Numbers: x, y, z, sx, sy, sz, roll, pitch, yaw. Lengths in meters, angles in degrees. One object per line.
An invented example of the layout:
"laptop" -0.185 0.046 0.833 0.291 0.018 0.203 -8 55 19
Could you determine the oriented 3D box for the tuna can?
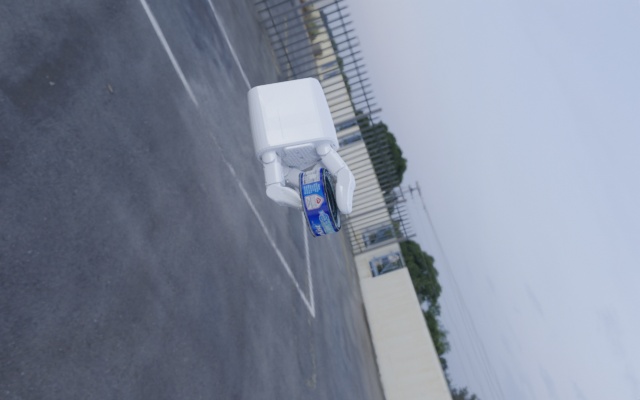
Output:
"tuna can" 0.001 0.002 0.611 0.034 0.086 0.086 -13 -2 9
